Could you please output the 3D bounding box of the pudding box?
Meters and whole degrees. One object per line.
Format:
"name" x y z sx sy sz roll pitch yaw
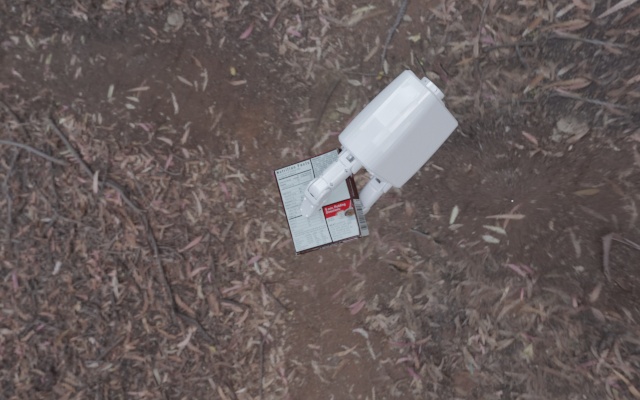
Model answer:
"pudding box" 0.000 0.002 0.589 0.090 0.113 0.039 -17 -8 18
